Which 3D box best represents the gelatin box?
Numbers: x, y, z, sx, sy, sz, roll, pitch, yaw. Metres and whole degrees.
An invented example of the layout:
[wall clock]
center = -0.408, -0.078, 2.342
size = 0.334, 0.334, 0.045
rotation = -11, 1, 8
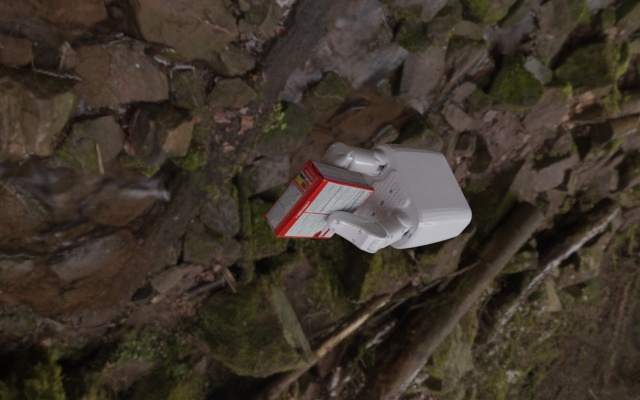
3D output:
[gelatin box]
center = 0.000, 0.002, 0.460
size = 0.073, 0.030, 0.089
rotation = -49, -30, 22
